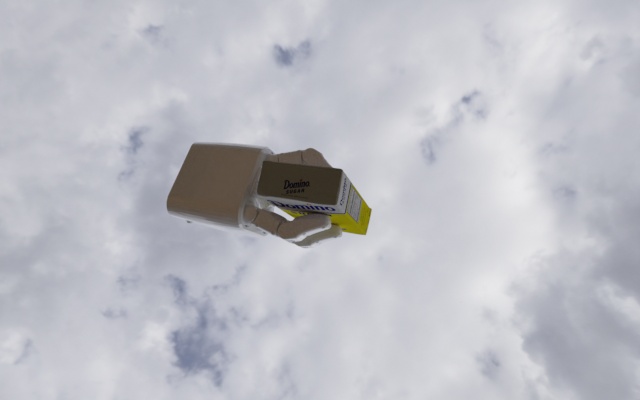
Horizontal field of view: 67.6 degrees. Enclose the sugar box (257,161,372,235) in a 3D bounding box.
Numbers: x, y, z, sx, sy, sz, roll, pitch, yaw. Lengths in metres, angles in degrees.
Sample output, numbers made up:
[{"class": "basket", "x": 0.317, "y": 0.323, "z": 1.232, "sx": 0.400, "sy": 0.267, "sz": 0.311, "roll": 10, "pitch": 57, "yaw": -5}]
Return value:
[{"class": "sugar box", "x": 0.000, "y": 0.002, "z": 0.576, "sx": 0.093, "sy": 0.048, "sz": 0.176, "roll": 7, "pitch": -9, "yaw": 18}]
